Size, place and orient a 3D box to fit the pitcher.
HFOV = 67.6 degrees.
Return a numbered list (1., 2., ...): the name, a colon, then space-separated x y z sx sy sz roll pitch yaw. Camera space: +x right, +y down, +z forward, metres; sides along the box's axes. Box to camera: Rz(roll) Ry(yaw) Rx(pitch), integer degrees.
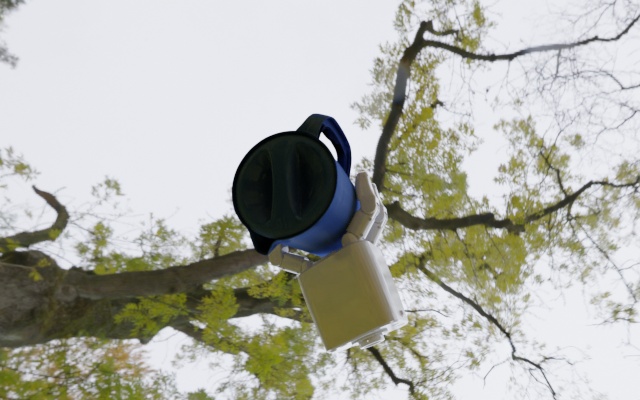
1. pitcher: 0.000 0.002 0.650 0.149 0.145 0.243 -28 -23 11
